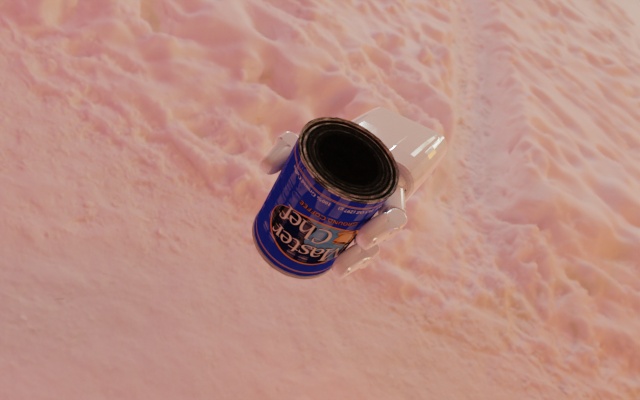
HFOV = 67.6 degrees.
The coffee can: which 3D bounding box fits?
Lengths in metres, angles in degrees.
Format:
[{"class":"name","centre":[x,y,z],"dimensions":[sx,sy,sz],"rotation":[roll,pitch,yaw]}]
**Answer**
[{"class":"coffee can","centre":[0.000,0.002,0.483],"dimensions":[0.103,0.102,0.140],"rotation":[0,-36,-29]}]
